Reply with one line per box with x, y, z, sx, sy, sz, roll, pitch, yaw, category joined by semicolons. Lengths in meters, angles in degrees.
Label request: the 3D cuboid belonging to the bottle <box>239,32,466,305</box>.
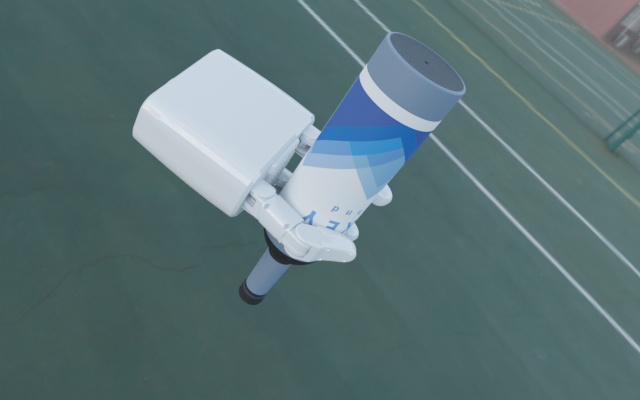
0.000;0.001;0.410;0.069;0.069;0.296;0;-40;-40;bottle
